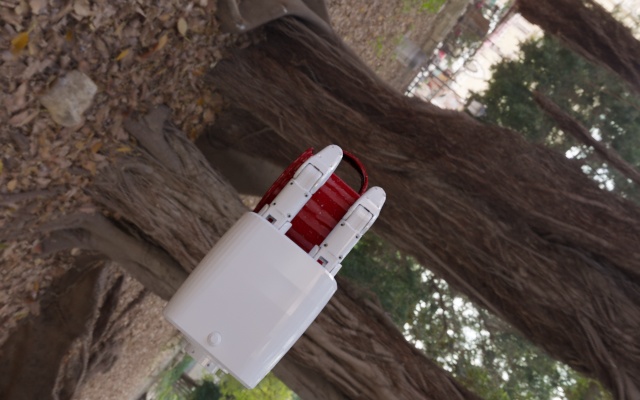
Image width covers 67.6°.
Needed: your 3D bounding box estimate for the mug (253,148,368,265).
[{"bbox_3d":[0.001,0.001,0.467,0.081,0.117,0.093,41,-19,2],"label":"mug"}]
